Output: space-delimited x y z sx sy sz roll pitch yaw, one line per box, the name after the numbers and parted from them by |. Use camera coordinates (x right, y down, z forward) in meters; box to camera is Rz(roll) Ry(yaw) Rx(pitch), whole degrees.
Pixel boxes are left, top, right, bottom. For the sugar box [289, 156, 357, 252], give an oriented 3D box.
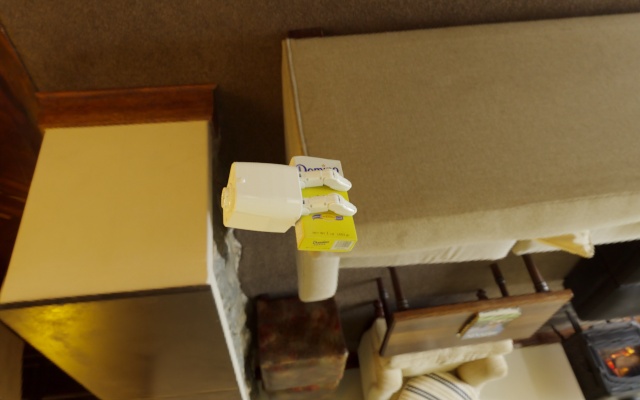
0.000 0.002 0.817 0.093 0.176 0.048 5 -37 -20 | sugar box
